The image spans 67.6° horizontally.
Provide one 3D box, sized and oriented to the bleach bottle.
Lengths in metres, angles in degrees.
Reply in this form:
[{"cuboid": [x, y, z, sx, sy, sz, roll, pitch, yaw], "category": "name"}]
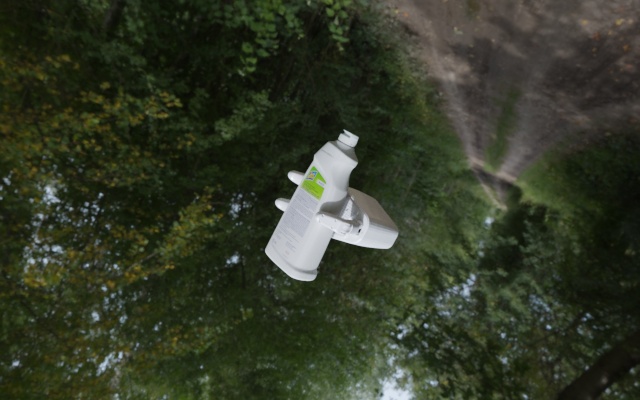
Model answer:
[{"cuboid": [0.000, 0.003, 0.804, 0.068, 0.251, 0.102, 16, 15, -49], "category": "bleach bottle"}]
